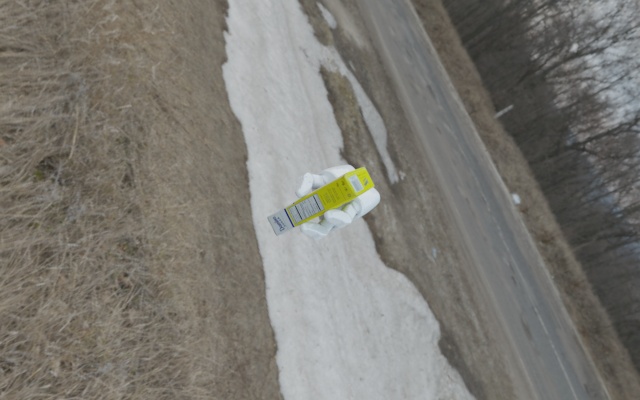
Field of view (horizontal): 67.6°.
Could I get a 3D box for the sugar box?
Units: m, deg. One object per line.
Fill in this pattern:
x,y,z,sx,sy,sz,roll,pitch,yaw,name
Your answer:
0.001,0.003,0.848,0.176,0.048,0.093,-31,-4,29,sugar box
